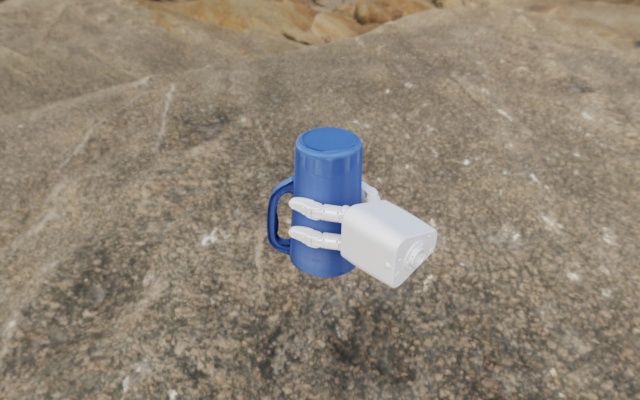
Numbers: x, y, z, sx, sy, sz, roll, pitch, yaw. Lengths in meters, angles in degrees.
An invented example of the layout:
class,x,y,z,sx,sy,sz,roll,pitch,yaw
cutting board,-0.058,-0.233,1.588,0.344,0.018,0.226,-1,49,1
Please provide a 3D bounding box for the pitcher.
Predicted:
class,x,y,z,sx,sy,sz,roll,pitch,yaw
pitcher,0.000,0.003,0.825,0.149,0.243,0.145,-25,41,-34
